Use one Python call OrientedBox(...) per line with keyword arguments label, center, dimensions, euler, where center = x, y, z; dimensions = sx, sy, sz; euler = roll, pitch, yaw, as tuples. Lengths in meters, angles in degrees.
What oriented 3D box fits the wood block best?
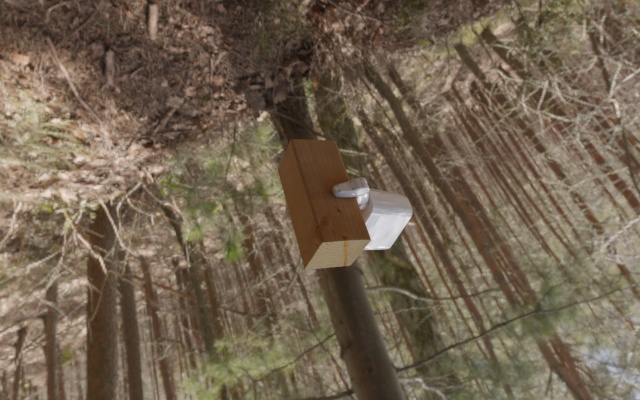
OrientedBox(label="wood block", center=(0.001, 0.003, 0.817), dimensions=(0.090, 0.206, 0.091), euler=(-1, -34, -26))
